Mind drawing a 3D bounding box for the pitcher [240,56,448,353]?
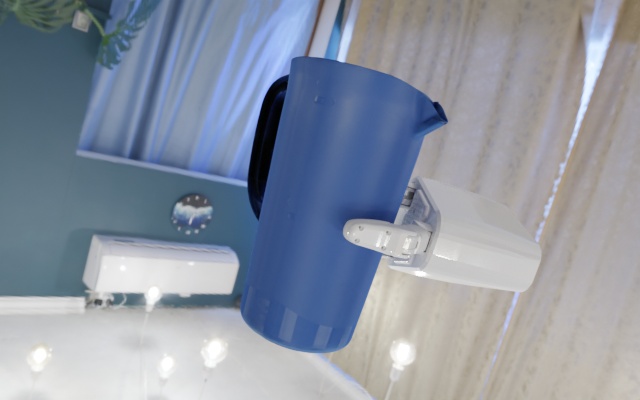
[{"bbox_3d":[0.000,0.001,0.437,0.145,0.243,0.149,15,7,-11],"label":"pitcher"}]
